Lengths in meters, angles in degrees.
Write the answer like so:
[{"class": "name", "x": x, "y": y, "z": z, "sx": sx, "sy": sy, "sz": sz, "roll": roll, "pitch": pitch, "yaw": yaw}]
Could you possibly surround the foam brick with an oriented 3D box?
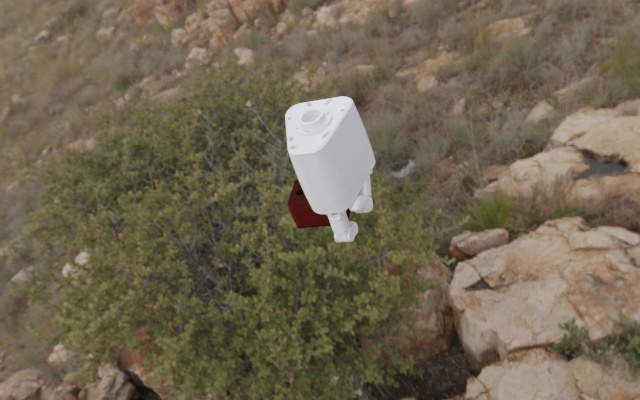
[{"class": "foam brick", "x": 0.000, "y": 0.002, "z": 0.678, "sx": 0.078, "sy": 0.053, "sz": 0.051, "roll": -5, "pitch": -44, "yaw": 21}]
